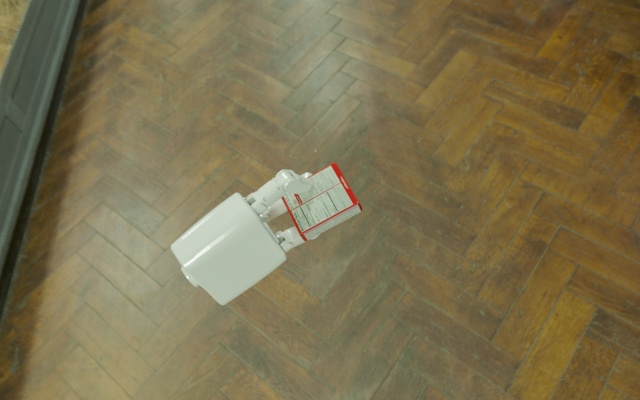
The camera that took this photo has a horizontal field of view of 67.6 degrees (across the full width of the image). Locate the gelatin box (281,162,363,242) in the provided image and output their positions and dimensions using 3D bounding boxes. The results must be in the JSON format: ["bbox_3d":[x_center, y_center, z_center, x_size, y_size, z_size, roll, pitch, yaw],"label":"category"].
[{"bbox_3d":[0.000,0.002,0.638,0.089,0.073,0.030,-29,-30,2],"label":"gelatin box"}]
